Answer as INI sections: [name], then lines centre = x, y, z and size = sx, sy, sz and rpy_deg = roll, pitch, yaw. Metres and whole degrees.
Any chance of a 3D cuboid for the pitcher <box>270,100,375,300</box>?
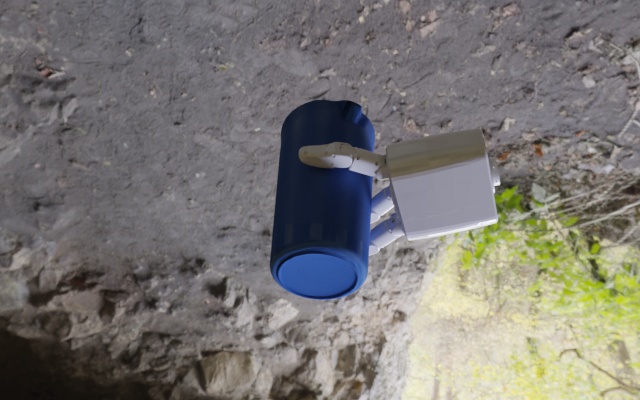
[pitcher]
centre = 0.000, 0.002, 0.603
size = 0.145, 0.242, 0.149
rpy_deg = -10, -45, 15
